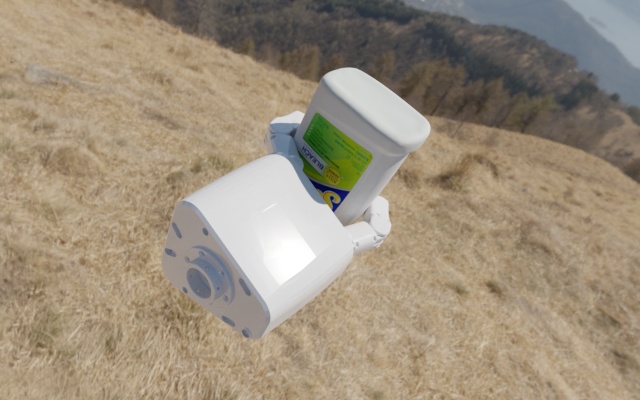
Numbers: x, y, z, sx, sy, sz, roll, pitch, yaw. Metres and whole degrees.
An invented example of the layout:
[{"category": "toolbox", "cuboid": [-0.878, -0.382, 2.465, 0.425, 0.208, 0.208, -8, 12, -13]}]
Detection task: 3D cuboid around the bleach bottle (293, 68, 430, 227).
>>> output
[{"category": "bleach bottle", "cuboid": [0.000, 0.001, 0.473, 0.102, 0.251, 0.068, 42, 41, 15]}]
